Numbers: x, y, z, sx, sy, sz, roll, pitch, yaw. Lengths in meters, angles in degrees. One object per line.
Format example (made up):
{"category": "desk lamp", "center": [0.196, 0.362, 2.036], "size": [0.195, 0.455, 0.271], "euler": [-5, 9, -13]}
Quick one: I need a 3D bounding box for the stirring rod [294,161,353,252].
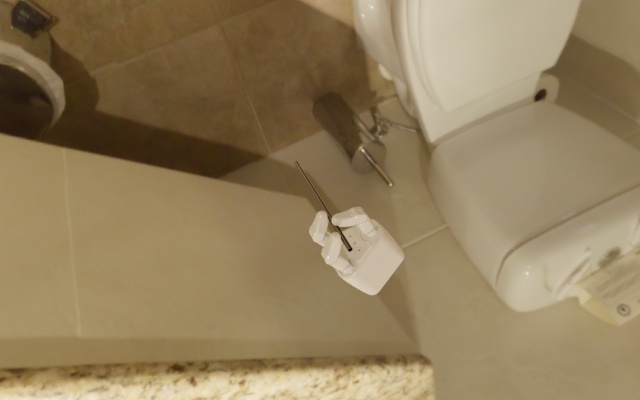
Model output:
{"category": "stirring rod", "center": [0.000, 0.003, 0.829], "size": [0.011, 0.011, 0.239], "euler": [0, 38, -30]}
